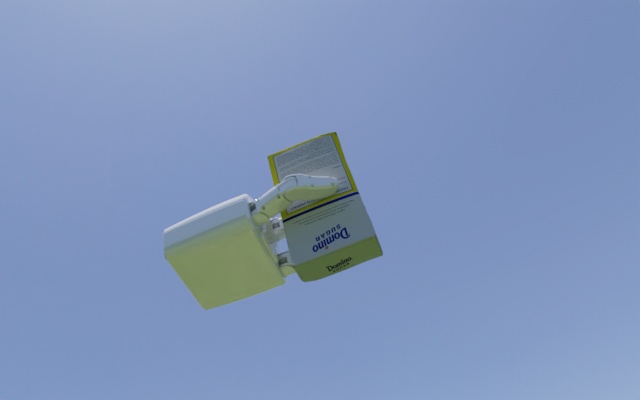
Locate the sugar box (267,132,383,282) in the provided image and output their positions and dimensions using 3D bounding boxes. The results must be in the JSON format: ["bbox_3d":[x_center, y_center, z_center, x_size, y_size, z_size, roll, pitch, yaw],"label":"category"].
[{"bbox_3d":[0.000,0.002,0.550,0.093,0.176,0.048,-21,-40,4],"label":"sugar box"}]
